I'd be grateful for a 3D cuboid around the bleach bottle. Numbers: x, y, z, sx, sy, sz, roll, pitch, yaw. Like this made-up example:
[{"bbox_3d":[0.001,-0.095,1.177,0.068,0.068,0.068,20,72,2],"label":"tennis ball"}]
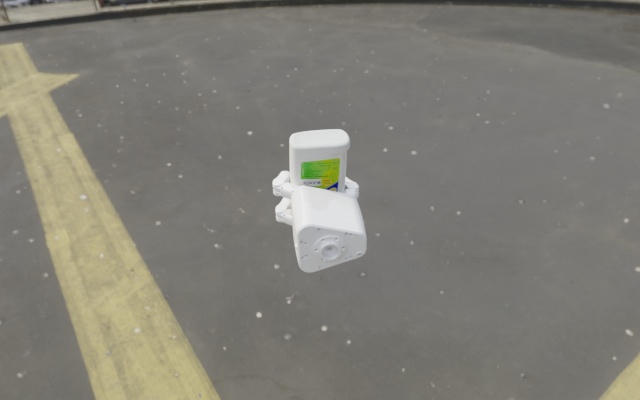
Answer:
[{"bbox_3d":[0.000,0.003,0.847,0.102,0.251,0.068,-5,33,-4],"label":"bleach bottle"}]
